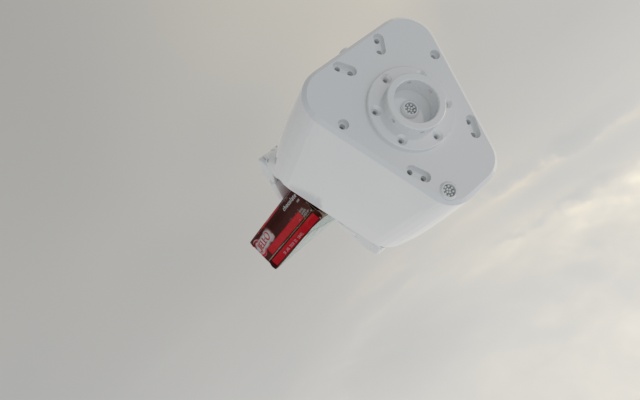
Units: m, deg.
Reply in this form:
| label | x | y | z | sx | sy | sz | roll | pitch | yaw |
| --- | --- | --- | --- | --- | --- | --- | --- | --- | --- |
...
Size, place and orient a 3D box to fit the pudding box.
| label | x | y | z | sx | sy | sz | roll | pitch | yaw |
| --- | --- | --- | --- | --- | --- | --- | --- | --- | --- |
| pudding box | 0.000 | 0.001 | 0.422 | 0.113 | 0.039 | 0.090 | -34 | -10 | -46 |
